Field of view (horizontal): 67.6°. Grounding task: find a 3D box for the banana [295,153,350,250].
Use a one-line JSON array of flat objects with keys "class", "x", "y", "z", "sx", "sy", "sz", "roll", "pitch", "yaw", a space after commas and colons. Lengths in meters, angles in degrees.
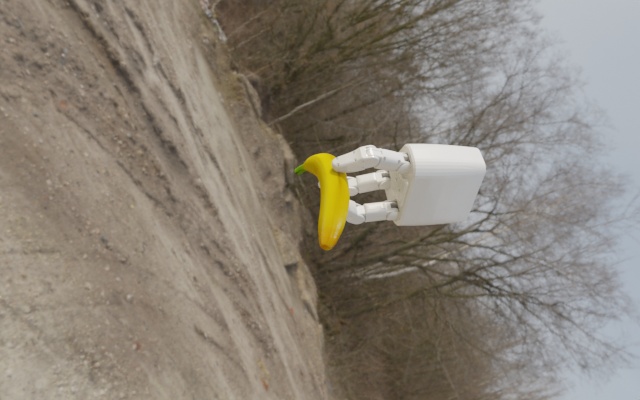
[{"class": "banana", "x": 0.009, "y": -0.014, "z": 0.632, "sx": 0.037, "sy": 0.070, "sz": 0.197, "roll": 23, "pitch": 24, "yaw": -24}]
